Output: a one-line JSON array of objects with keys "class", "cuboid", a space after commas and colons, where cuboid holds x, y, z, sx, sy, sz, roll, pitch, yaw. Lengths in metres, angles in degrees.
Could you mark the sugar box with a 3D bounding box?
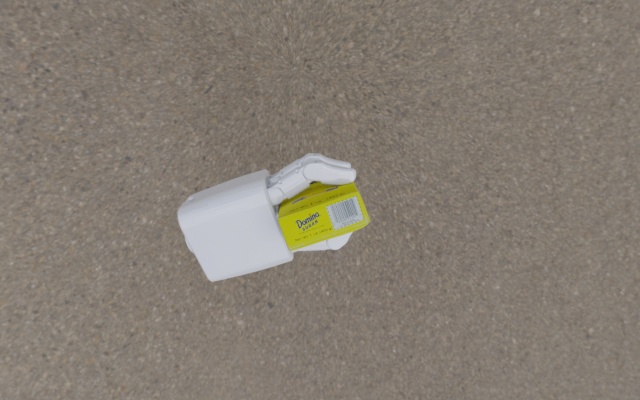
[{"class": "sugar box", "cuboid": [0.000, 0.001, 0.584, 0.093, 0.048, 0.176, -18, 16, 1]}]
